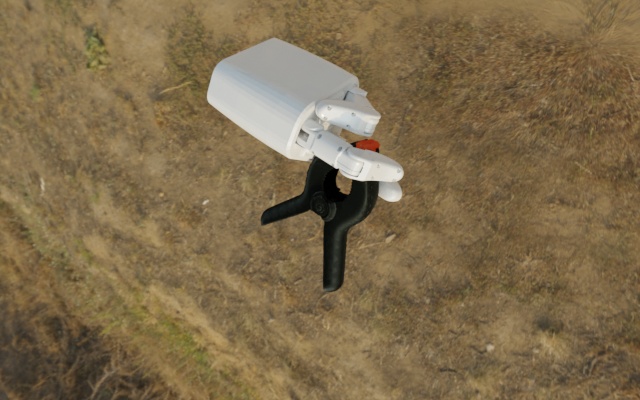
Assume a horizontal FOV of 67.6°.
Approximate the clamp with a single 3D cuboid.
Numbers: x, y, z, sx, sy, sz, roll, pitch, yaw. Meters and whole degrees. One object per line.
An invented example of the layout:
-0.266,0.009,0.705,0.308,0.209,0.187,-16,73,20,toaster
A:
0.000,0.002,0.494,0.120,0.171,0.039,33,29,17,clamp
